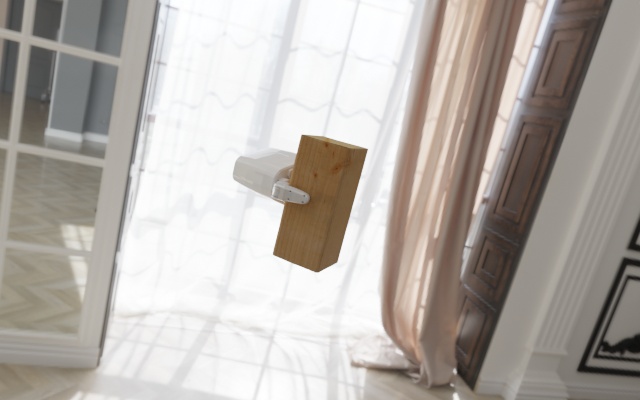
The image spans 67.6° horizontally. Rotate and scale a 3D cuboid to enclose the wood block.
[{"bbox_3d":[0.000,0.002,0.793,0.090,0.206,0.091,19,13,22],"label":"wood block"}]
